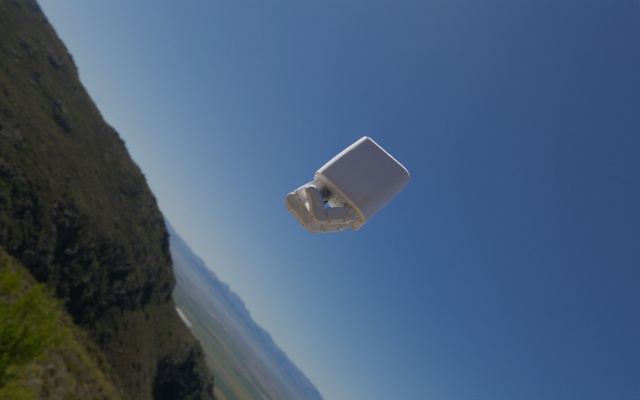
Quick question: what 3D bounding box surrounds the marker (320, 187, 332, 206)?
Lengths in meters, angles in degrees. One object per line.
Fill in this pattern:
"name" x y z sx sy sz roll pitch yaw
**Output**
"marker" 0.000 0.003 0.780 0.020 0.020 0.121 0 -14 -9
